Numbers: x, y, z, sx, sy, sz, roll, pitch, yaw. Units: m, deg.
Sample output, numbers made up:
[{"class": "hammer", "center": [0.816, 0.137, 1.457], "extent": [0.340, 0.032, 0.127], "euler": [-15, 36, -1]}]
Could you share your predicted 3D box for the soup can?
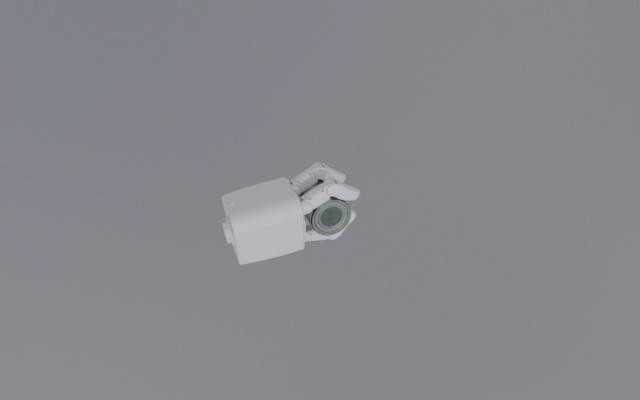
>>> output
[{"class": "soup can", "center": [0.001, 0.003, 0.774], "extent": [0.068, 0.068, 0.102], "euler": [0, 29, -22]}]
